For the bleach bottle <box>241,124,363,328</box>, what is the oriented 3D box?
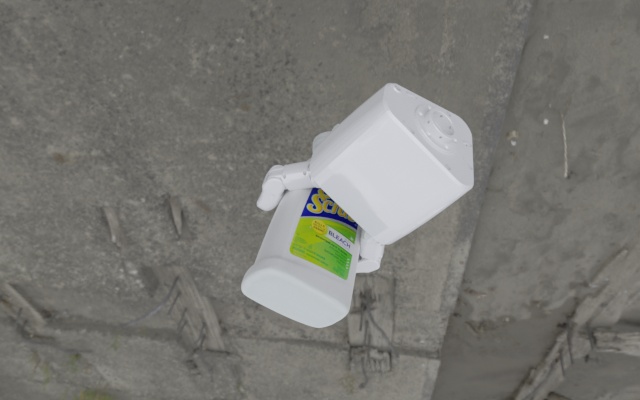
[{"bbox_3d":[0.000,0.002,0.514,0.102,0.250,0.068,31,-44,-18],"label":"bleach bottle"}]
